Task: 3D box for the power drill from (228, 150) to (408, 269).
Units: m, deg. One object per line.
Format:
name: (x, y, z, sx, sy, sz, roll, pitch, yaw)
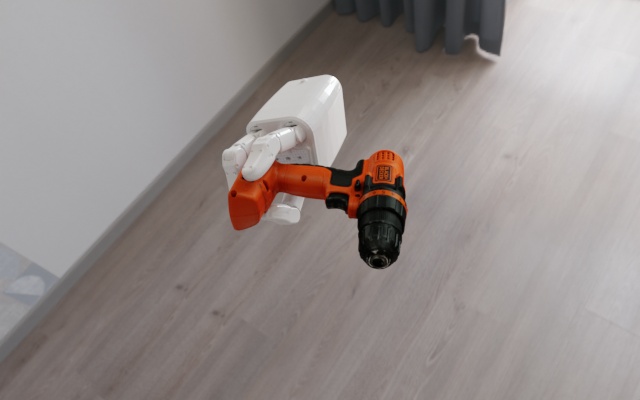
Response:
power drill: (0.000, 0.001, 0.522, 0.187, 0.057, 0.184, 5, 34, 8)
